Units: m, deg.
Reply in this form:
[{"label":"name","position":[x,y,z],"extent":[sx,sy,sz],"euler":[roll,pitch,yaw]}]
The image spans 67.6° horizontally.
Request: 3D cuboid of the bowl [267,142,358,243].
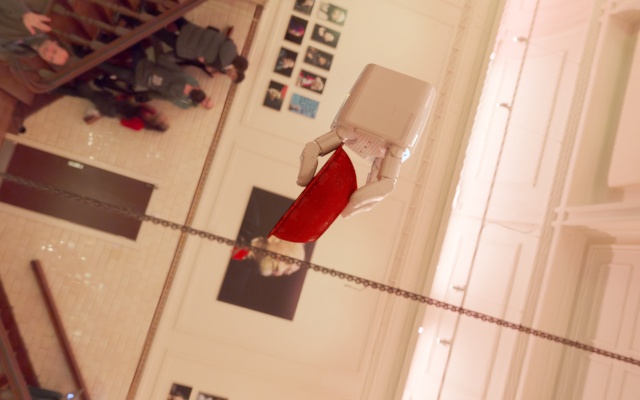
[{"label":"bowl","position":[0.000,0.003,0.632],"extent":[0.055,0.162,0.162],"euler":[39,-1,-1]}]
